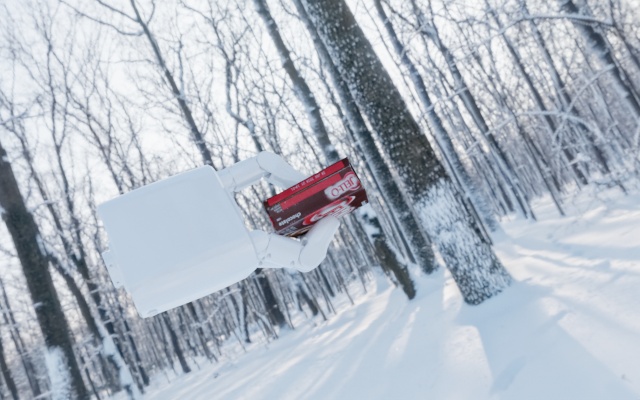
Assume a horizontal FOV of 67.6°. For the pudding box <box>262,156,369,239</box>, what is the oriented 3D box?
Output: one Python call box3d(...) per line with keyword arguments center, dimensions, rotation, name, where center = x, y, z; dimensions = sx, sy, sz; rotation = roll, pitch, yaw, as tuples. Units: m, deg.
box3d(center=(0.000, 0.001, 0.477), dimensions=(0.090, 0.039, 0.113), rotation=(-27, -8, 4), name="pudding box")
